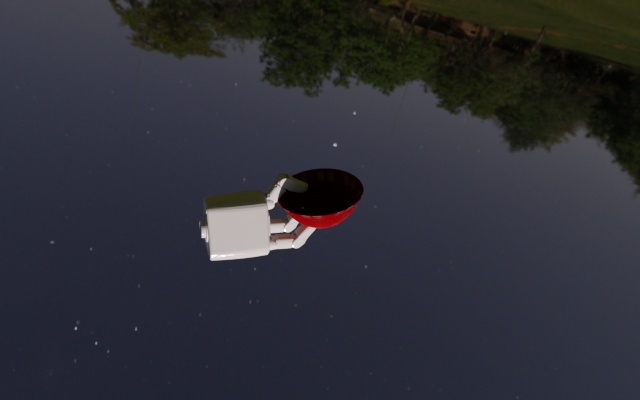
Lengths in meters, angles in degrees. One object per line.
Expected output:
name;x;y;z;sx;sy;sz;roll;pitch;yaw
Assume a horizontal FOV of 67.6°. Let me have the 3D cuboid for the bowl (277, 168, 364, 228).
bowl;0.002;0.003;0.889;0.162;0.055;0.162;-4;34;3
